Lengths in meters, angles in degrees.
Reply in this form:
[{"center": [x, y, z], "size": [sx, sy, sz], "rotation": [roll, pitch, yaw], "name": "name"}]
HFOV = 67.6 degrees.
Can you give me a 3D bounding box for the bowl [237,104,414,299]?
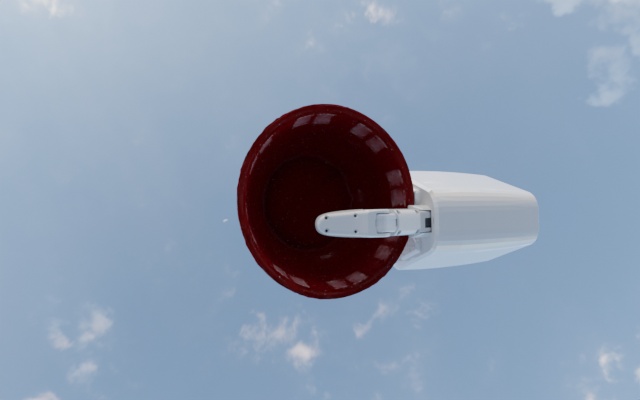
[{"center": [-0.001, 0.001, 0.417], "size": [0.162, 0.162, 0.055], "rotation": [0, -2, -24], "name": "bowl"}]
